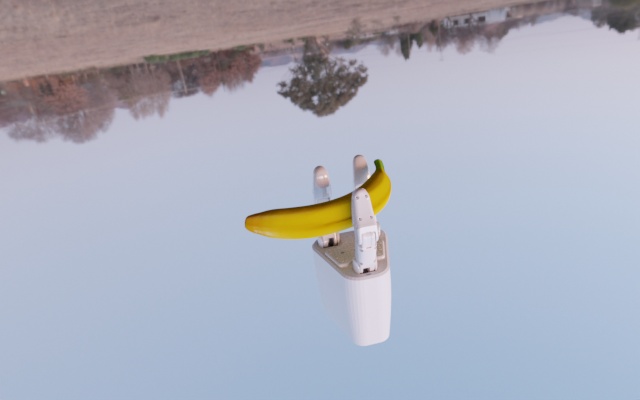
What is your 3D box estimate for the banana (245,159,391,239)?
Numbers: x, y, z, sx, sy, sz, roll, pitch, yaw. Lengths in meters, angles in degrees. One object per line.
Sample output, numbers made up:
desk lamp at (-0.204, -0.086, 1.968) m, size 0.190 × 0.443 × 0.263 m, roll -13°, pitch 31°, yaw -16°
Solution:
banana at (0.013, 0.009, 0.547) m, size 0.198 × 0.037 × 0.069 m, roll -23°, pitch 38°, yaw -27°
